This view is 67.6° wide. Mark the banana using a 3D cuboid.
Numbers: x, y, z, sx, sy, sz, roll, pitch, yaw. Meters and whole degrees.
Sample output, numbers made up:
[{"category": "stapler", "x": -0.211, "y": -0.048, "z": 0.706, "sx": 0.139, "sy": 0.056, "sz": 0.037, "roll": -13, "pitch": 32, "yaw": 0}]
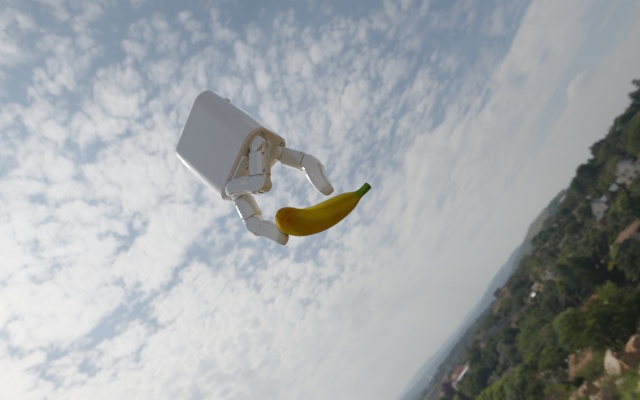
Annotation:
[{"category": "banana", "x": -0.005, "y": 0.016, "z": 0.641, "sx": 0.037, "sy": 0.070, "sz": 0.197, "roll": 39, "pitch": 32, "yaw": 22}]
